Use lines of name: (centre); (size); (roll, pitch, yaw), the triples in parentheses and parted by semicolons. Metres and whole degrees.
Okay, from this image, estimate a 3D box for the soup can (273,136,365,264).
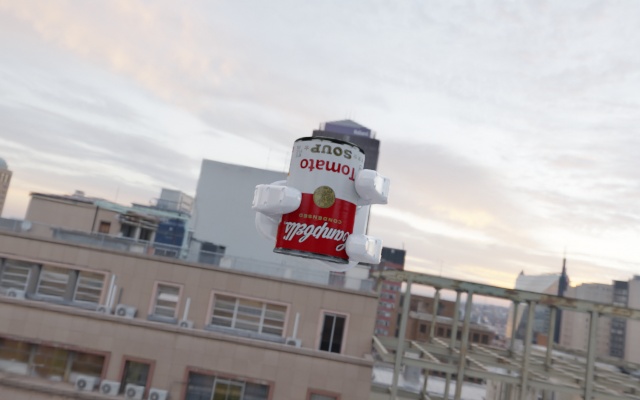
soup can: (0.000, 0.001, 0.426); (0.068, 0.102, 0.068); (9, -8, 1)
